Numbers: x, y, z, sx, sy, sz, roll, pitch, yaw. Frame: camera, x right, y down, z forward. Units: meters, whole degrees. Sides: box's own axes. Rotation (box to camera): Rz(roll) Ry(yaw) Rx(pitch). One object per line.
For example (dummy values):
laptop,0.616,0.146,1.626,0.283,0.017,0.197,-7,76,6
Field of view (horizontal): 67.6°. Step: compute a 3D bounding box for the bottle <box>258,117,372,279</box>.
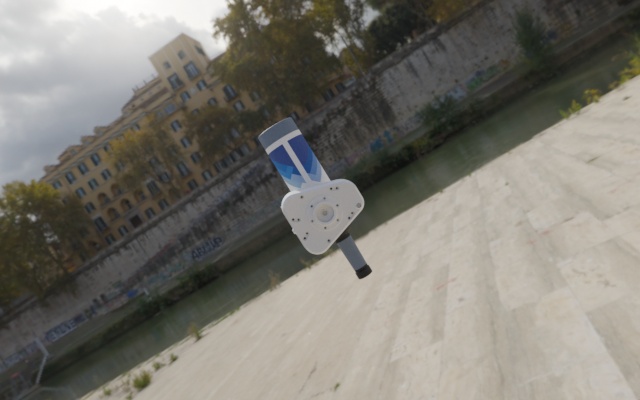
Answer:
bottle,0.000,0.002,0.810,0.069,0.296,0.069,-32,2,1
